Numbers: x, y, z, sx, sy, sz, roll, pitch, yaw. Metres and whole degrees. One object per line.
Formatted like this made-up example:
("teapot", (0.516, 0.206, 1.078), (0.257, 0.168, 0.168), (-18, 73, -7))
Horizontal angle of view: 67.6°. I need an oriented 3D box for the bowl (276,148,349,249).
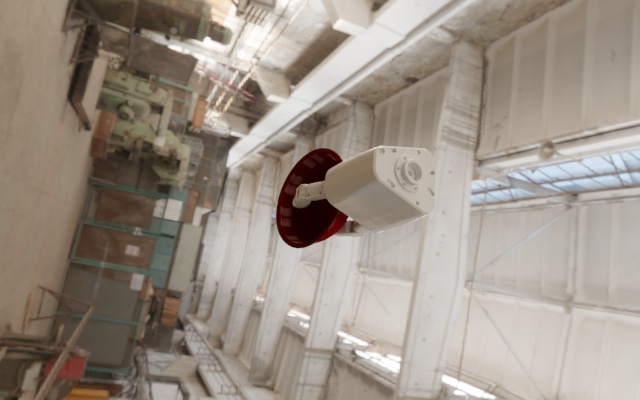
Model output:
("bowl", (0.000, 0.003, 0.748), (0.055, 0.162, 0.162), (23, -14, -38))
